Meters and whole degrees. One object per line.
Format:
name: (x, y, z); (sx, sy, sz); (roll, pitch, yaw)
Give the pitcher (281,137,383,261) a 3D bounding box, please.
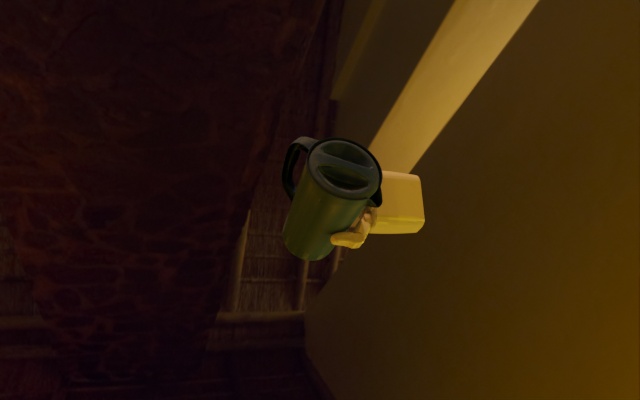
pitcher: (0.000, 0.003, 0.875); (0.145, 0.149, 0.243); (3, -35, -19)
